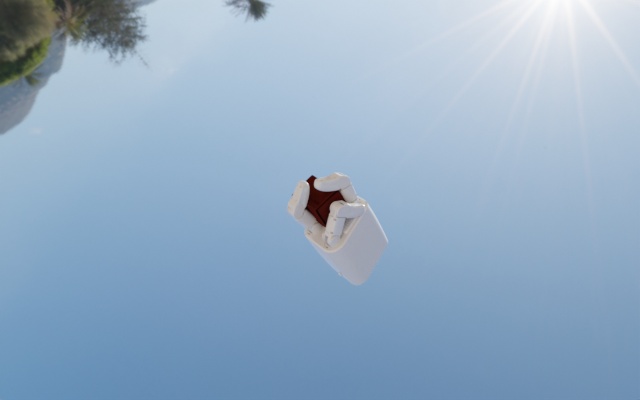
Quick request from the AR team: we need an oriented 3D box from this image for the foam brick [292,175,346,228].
[{"bbox_3d":[0.000,0.002,0.791,0.078,0.053,0.051,33,-17,50],"label":"foam brick"}]
